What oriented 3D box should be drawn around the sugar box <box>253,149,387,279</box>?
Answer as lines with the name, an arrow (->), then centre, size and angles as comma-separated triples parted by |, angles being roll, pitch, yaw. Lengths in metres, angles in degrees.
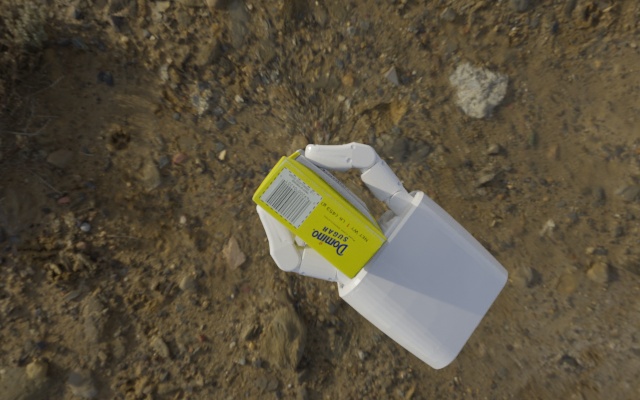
sugar box -> 0.000, 0.002, 0.412 | 0.093, 0.048, 0.176 | 40, 4, -4
